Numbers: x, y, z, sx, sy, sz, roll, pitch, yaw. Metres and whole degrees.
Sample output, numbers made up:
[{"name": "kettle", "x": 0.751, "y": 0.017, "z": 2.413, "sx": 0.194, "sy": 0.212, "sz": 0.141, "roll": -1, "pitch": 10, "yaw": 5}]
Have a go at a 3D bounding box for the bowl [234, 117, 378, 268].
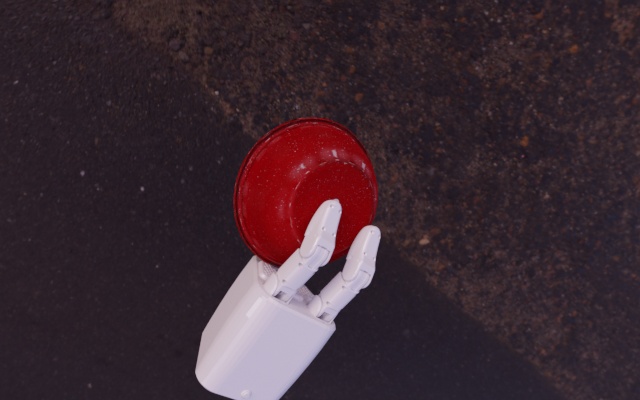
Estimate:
[{"name": "bowl", "x": 0.001, "y": 0.000, "z": 0.469, "sx": 0.162, "sy": 0.162, "sz": 0.055, "roll": 0, "pitch": 13, "yaw": -29}]
